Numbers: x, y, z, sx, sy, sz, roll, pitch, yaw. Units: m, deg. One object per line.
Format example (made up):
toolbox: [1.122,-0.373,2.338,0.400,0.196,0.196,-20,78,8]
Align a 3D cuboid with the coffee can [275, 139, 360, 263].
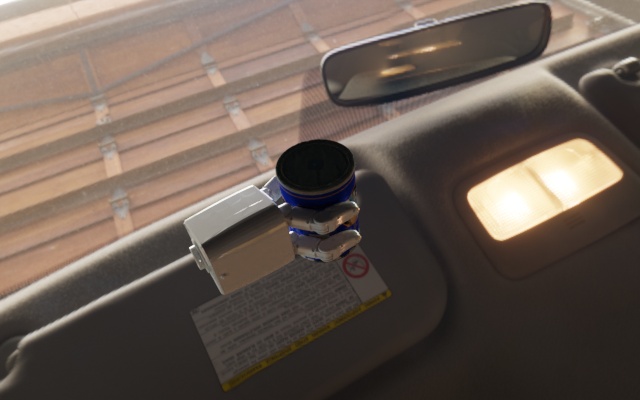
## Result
coffee can: [0.000,0.002,0.656,0.103,0.102,0.140,-4,-45,4]
